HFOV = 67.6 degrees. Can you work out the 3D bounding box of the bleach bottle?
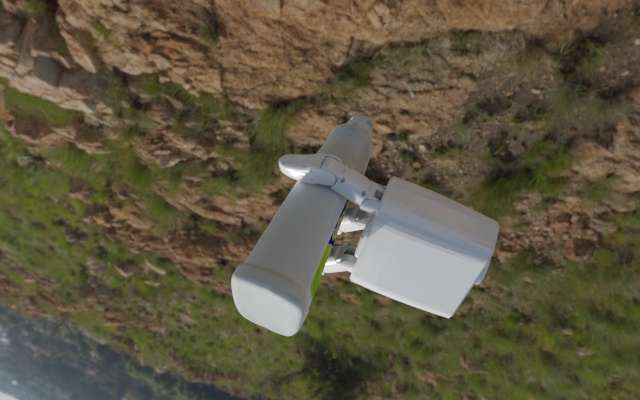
[{"bbox_3d":[0.000,0.002,0.477,0.068,0.250,0.103,22,-32,7],"label":"bleach bottle"}]
